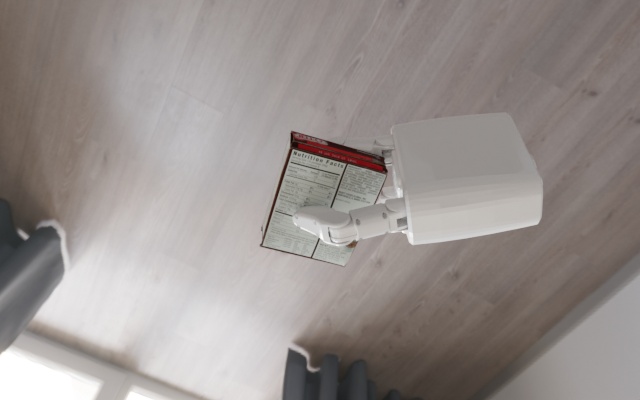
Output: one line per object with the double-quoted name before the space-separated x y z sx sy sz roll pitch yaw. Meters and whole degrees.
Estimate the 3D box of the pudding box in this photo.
"pudding box" 0.000 0.002 0.440 0.090 0.113 0.039 15 28 -9
